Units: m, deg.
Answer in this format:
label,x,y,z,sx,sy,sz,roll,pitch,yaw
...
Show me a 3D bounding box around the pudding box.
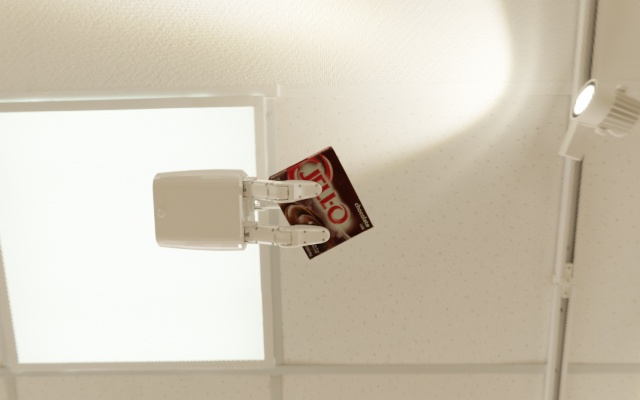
label,x,y,z,sx,sy,sz,roll,pitch,yaw
pudding box,0.000,0.002,0.587,0.090,0.113,0.039,-28,10,5
